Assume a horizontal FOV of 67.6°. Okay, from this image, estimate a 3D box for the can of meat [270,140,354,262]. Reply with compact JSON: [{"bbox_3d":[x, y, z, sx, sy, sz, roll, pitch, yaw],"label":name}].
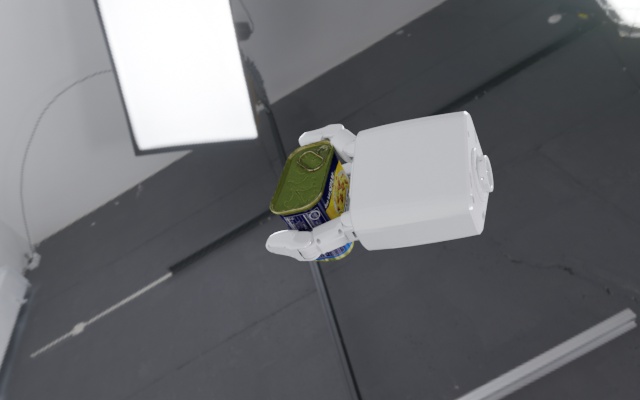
[{"bbox_3d":[0.000,0.002,0.504,0.057,0.102,0.084,-12,-50,26],"label":"can of meat"}]
